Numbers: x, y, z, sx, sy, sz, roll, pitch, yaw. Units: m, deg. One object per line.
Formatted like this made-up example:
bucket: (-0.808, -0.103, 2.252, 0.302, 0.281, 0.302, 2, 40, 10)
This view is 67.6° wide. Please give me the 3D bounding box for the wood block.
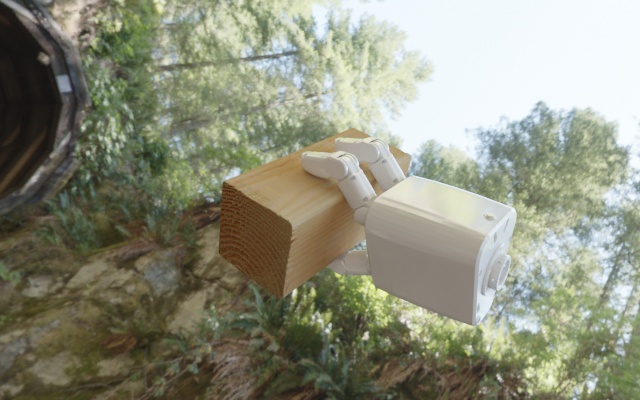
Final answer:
wood block: (0.000, 0.002, 0.509, 0.090, 0.091, 0.206, 30, 37, 27)
